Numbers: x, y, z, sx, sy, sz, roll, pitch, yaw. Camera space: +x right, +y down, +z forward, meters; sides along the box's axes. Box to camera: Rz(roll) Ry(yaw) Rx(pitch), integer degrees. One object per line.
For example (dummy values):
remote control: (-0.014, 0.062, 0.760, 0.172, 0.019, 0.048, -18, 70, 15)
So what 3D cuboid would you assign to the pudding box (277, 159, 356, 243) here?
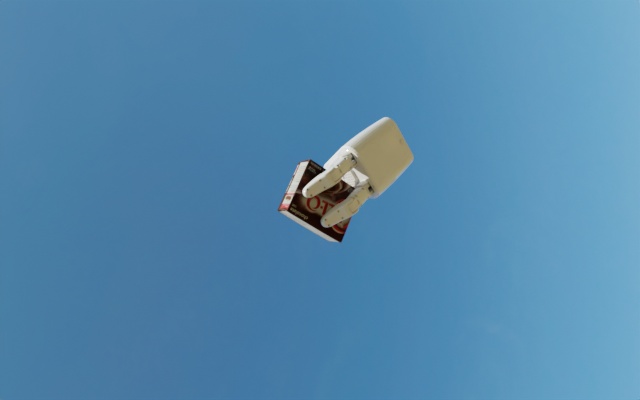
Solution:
pudding box: (0.000, 0.002, 0.743, 0.113, 0.090, 0.039, 31, -18, -26)
